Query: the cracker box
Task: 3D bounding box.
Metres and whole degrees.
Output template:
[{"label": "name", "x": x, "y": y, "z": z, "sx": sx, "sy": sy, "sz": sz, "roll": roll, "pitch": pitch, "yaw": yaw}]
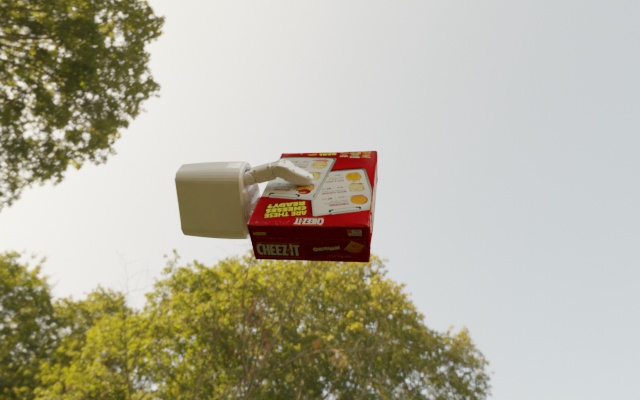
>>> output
[{"label": "cracker box", "x": 0.000, "y": 0.002, "z": 0.720, "sx": 0.164, "sy": 0.072, "sz": 0.213, "roll": 0, "pitch": 33, "yaw": 10}]
